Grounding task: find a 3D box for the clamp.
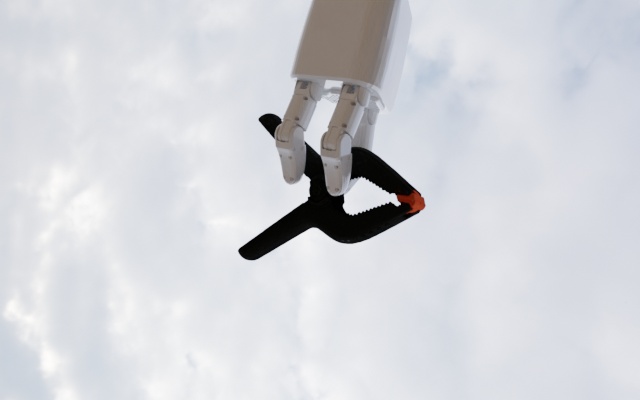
[{"bbox_3d":[0.001,0.002,0.485,0.210,0.164,0.036,14,2,34],"label":"clamp"}]
